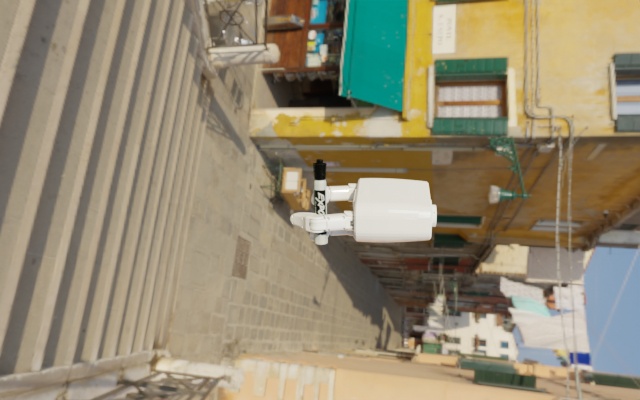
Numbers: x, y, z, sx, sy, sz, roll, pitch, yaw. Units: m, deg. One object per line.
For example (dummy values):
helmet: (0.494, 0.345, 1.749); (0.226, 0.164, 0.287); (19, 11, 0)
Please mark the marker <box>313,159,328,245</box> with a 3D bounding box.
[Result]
marker: (0.000, 0.002, 0.672); (0.020, 0.121, 0.020); (-1, 13, 0)
